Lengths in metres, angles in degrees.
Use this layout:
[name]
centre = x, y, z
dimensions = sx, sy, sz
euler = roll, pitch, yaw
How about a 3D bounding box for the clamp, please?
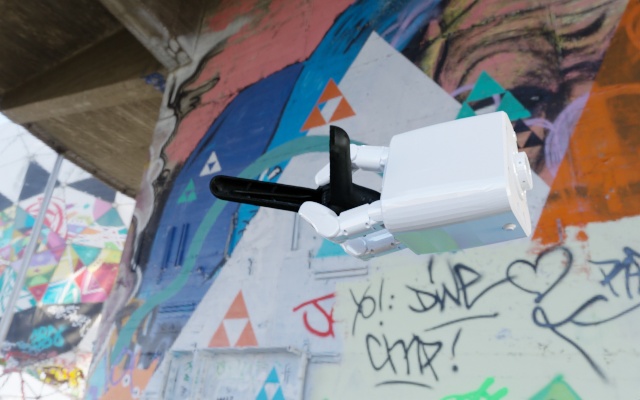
[clamp]
centre = 0.001, 0.001, 0.507
dimensions = 0.164, 0.036, 0.210
euler = -13, -31, 29
